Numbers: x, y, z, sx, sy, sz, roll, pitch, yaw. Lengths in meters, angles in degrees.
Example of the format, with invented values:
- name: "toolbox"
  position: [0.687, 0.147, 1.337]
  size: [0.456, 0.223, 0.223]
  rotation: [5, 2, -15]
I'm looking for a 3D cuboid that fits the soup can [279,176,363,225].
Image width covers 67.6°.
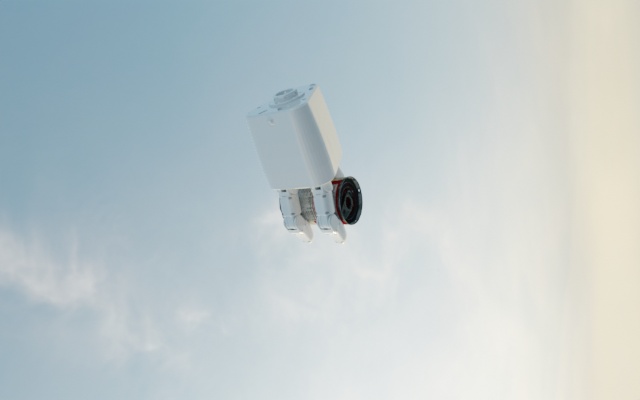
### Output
- name: "soup can"
  position: [0.000, 0.003, 0.686]
  size: [0.102, 0.068, 0.068]
  rotation: [-3, -2, 32]
